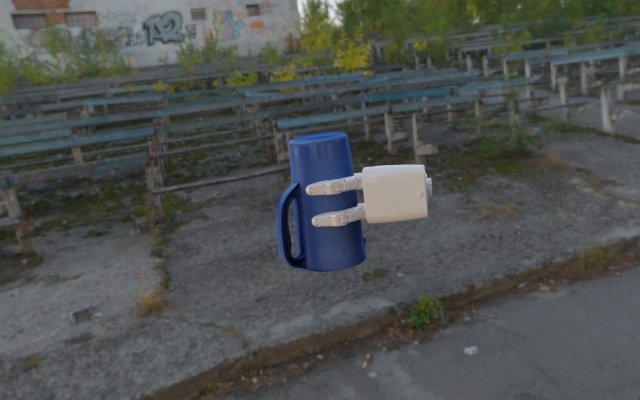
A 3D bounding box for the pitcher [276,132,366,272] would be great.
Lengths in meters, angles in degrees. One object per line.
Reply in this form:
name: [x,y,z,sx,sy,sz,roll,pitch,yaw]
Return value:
pitcher: [0.000,0.003,0.876,0.145,0.243,0.149,-4,13,12]
